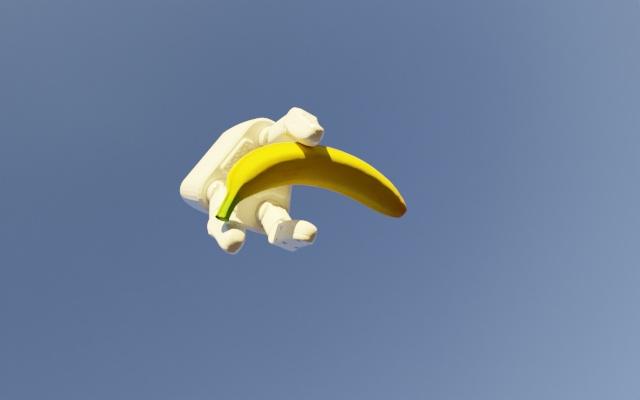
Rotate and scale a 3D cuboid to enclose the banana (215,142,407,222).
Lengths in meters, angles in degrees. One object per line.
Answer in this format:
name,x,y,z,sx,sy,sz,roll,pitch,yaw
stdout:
banana,-0.003,-0.017,0.435,0.198,0.069,0.037,0,1,-30
